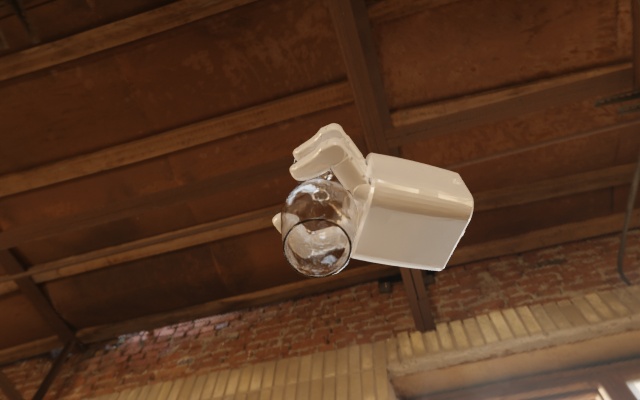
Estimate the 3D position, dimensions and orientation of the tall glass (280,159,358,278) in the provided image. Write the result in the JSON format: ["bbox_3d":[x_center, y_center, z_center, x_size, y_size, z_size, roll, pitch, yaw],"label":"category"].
[{"bbox_3d":[0.000,0.001,0.514,0.079,0.079,0.201,0,25,2],"label":"tall glass"}]
